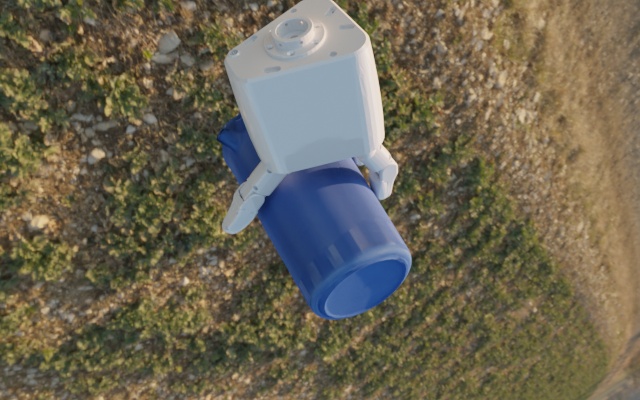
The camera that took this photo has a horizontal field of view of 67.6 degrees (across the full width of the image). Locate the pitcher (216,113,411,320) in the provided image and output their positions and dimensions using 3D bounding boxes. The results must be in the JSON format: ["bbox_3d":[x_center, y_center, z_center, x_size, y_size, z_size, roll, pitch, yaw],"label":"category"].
[{"bbox_3d":[0.000,0.002,0.522,0.149,0.242,0.145,-25,-37,-9],"label":"pitcher"}]
